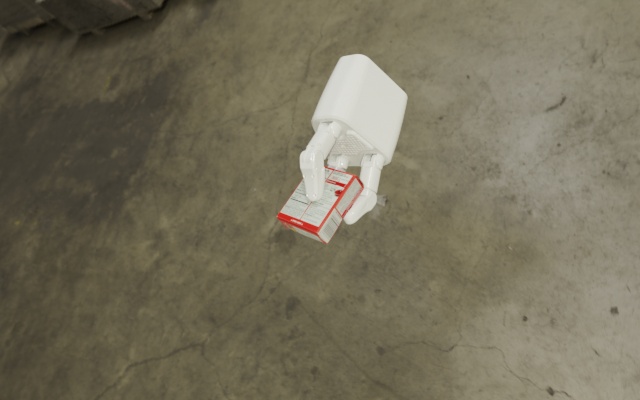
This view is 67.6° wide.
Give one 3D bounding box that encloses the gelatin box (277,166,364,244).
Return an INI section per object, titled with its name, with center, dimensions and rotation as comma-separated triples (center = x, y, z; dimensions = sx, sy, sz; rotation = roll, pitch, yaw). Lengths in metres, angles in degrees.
[gelatin box]
center = 0.000, 0.002, 0.585
dimensions = 0.073, 0.089, 0.030
rotation = 19, -23, 41
